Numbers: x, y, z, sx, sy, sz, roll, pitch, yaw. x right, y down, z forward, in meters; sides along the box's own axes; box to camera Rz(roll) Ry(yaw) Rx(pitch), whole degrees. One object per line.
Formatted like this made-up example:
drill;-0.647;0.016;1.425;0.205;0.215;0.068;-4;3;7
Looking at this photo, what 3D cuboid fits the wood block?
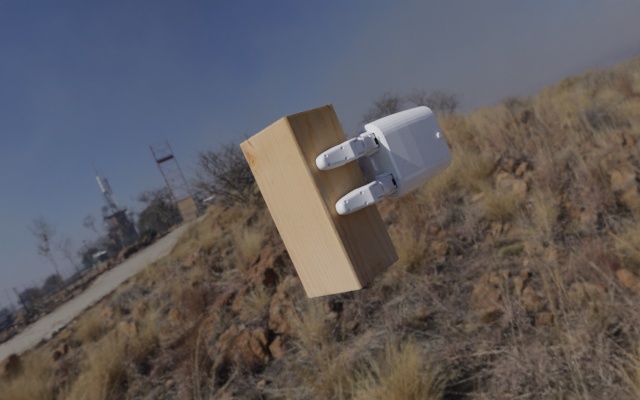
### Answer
wood block;0.000;0.002;0.579;0.091;0.206;0.090;-21;4;45
